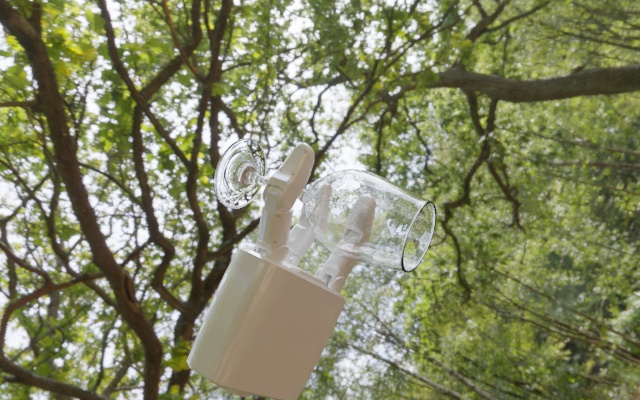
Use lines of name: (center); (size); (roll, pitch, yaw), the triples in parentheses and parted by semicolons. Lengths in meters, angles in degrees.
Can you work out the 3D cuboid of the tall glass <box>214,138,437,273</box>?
tall glass: (0.000, 0.001, 0.436); (0.201, 0.079, 0.079); (19, 10, 31)
